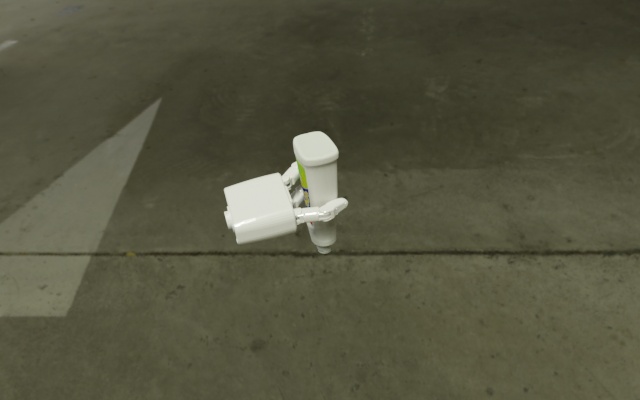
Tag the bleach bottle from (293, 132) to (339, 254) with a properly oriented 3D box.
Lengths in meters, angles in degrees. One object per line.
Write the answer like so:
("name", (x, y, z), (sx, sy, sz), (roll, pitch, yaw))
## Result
("bleach bottle", (0.000, 0.003, 0.899), (0.068, 0.251, 0.102), (-15, 36, -11))
